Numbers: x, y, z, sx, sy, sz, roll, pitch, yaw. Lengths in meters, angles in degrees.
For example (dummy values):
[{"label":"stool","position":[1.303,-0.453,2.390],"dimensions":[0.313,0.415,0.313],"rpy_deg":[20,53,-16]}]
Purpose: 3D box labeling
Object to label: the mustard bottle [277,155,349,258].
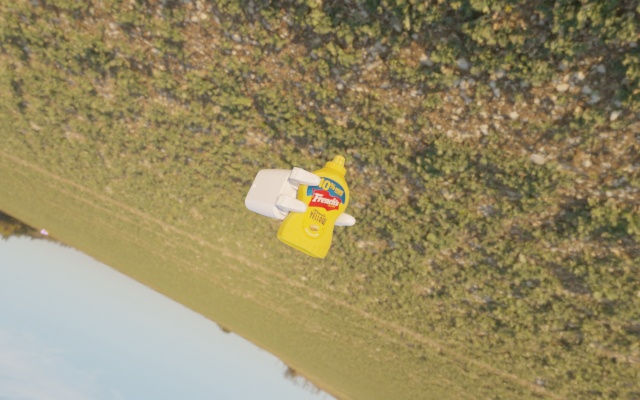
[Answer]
[{"label":"mustard bottle","position":[0.000,0.003,0.887],"dimensions":[0.096,0.191,0.058],"rpy_deg":[28,-14,-17]}]
